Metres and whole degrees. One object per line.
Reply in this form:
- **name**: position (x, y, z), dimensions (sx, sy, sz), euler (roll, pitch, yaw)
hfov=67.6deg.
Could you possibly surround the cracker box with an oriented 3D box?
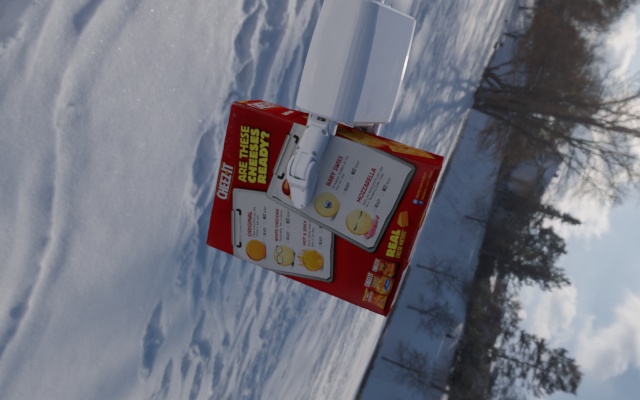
- **cracker box**: position (0.000, 0.002, 0.503), dimensions (0.213, 0.164, 0.072), euler (20, 19, 14)
